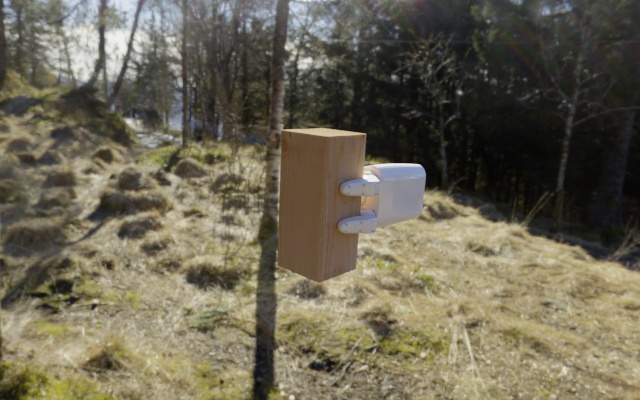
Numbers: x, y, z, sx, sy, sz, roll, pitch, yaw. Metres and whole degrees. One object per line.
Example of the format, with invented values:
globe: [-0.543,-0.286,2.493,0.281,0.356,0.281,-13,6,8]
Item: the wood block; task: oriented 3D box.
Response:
wood block: [0.000,0.002,0.704,0.091,0.206,0.090,15,18,41]
